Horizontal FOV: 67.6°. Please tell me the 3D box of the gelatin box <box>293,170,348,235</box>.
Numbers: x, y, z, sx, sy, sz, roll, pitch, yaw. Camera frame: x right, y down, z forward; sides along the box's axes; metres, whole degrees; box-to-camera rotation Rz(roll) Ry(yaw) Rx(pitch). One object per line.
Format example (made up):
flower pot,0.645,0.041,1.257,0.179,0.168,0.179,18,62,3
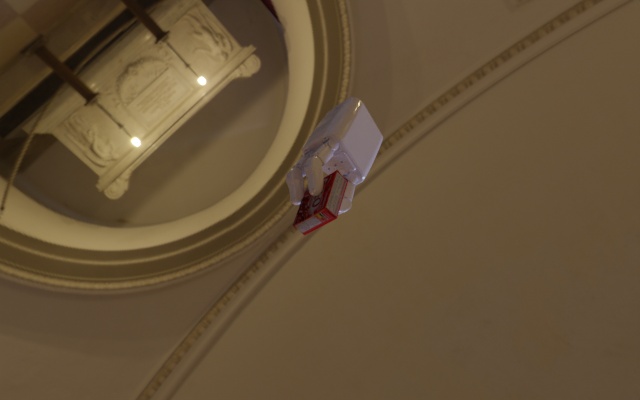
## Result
gelatin box,0.000,0.003,0.742,0.030,0.089,0.073,41,-48,-23
